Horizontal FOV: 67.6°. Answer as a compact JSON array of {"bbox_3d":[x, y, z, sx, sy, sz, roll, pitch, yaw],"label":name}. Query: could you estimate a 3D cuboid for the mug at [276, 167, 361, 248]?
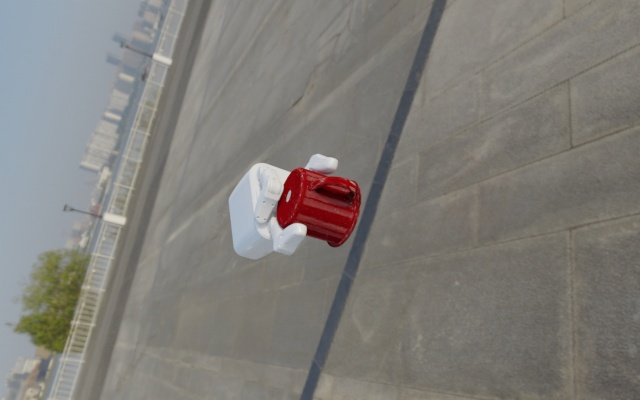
[{"bbox_3d":[0.001,0.001,0.609,0.081,0.093,0.117,18,-30,-23],"label":"mug"}]
